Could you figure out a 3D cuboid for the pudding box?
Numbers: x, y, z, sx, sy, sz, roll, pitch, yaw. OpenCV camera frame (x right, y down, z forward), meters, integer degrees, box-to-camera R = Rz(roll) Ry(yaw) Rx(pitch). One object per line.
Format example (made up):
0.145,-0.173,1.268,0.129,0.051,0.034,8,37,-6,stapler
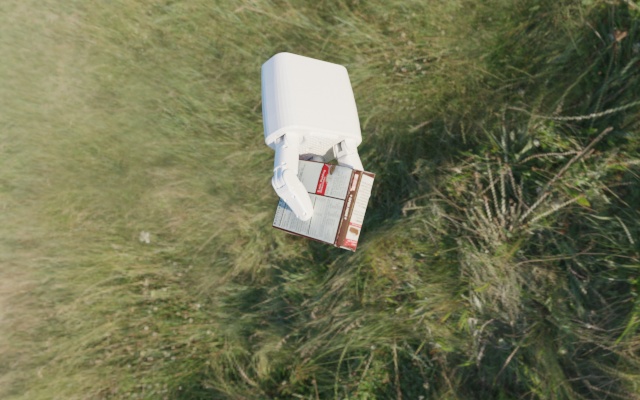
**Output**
0.000,0.002,0.552,0.039,0.090,0.113,15,-2,-44,pudding box
